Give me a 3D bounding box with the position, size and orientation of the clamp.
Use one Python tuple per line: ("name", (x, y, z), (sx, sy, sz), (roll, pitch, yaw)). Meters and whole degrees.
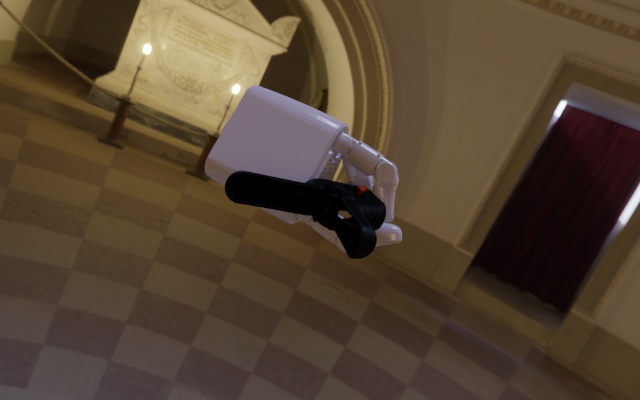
("clamp", (0.000, 0.001, 0.401), (0.120, 0.039, 0.171), (28, 10, 10))
